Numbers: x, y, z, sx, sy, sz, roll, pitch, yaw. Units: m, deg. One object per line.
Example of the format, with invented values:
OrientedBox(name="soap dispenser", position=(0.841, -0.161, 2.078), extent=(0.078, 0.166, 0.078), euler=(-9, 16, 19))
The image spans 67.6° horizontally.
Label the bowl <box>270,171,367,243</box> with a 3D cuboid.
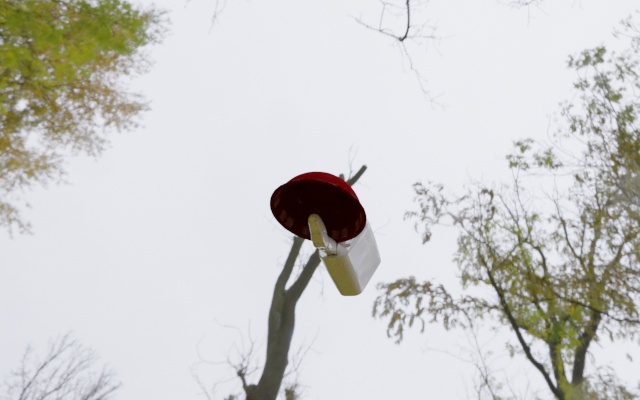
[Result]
OrientedBox(name="bowl", position=(0.000, 0.001, 0.791), extent=(0.162, 0.055, 0.162), euler=(9, -39, 7))
